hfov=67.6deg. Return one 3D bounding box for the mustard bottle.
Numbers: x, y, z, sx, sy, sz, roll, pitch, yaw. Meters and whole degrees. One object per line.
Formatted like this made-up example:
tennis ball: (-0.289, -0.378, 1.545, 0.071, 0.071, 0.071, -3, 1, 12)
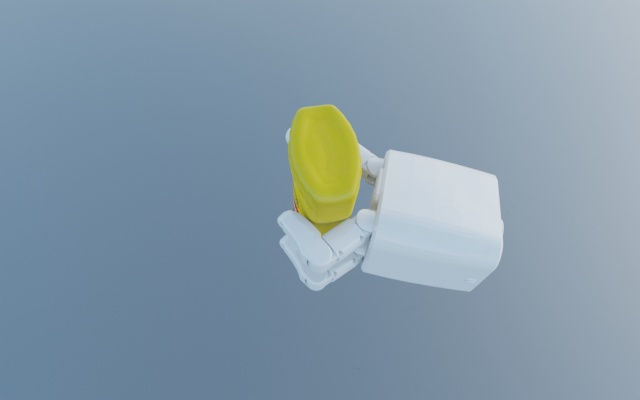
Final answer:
mustard bottle: (0.000, 0.001, 0.464, 0.058, 0.096, 0.192, -9, -26, -7)
